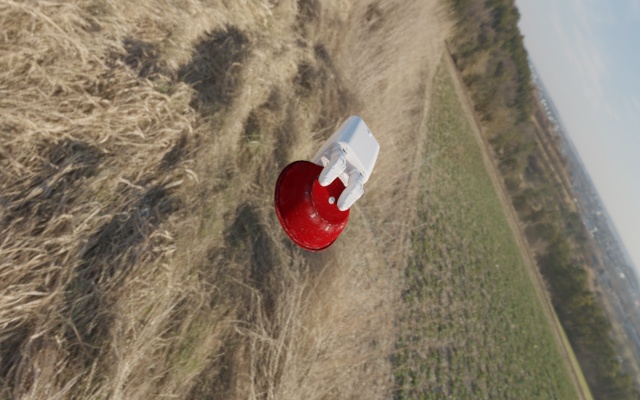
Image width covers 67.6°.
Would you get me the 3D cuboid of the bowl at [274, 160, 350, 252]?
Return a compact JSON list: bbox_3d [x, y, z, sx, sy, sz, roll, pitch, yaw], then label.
[{"bbox_3d":[0.000,0.004,0.809,0.162,0.162,0.055,0,-12,-45],"label":"bowl"}]
